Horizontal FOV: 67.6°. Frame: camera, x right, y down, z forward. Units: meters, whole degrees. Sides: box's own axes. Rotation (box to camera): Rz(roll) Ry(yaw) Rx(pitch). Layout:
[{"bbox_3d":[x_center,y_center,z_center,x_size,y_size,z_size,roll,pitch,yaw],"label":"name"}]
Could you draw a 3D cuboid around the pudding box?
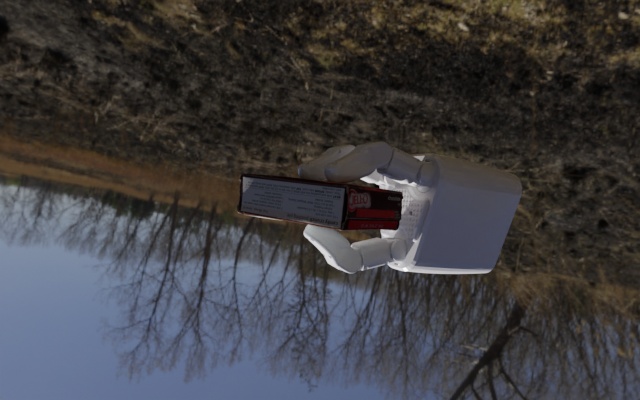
[{"bbox_3d":[0.000,0.002,0.406,0.113,0.039,0.090,5,0,36],"label":"pudding box"}]
